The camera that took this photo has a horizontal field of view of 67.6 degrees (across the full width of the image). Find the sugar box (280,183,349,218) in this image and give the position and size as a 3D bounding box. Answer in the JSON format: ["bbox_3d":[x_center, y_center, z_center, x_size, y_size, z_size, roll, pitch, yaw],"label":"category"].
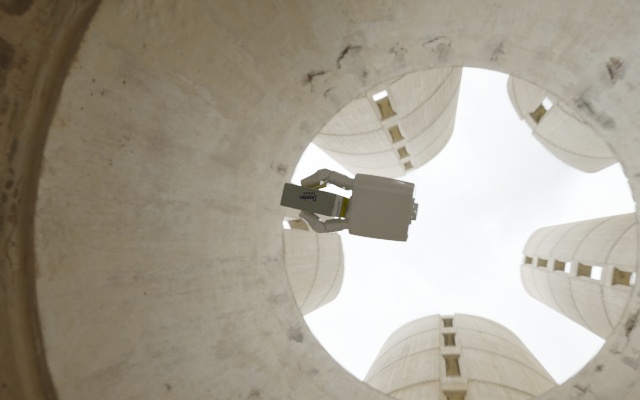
[{"bbox_3d":[0.000,0.002,0.863,0.093,0.048,0.176,13,-2,14],"label":"sugar box"}]
